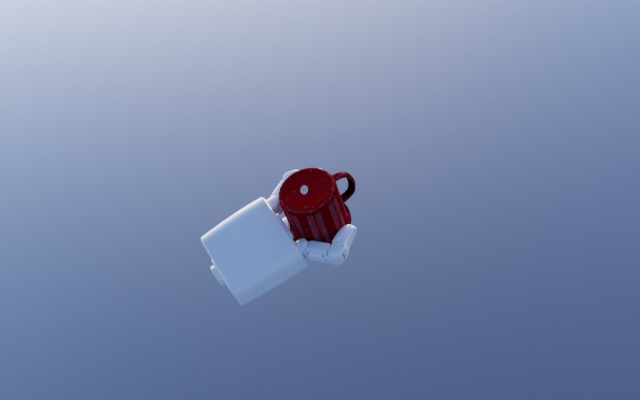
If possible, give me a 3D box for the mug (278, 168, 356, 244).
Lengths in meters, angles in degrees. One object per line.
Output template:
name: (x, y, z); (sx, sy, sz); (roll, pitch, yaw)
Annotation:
mug: (0.001, 0.001, 0.668); (0.117, 0.093, 0.082); (-34, -38, -10)
